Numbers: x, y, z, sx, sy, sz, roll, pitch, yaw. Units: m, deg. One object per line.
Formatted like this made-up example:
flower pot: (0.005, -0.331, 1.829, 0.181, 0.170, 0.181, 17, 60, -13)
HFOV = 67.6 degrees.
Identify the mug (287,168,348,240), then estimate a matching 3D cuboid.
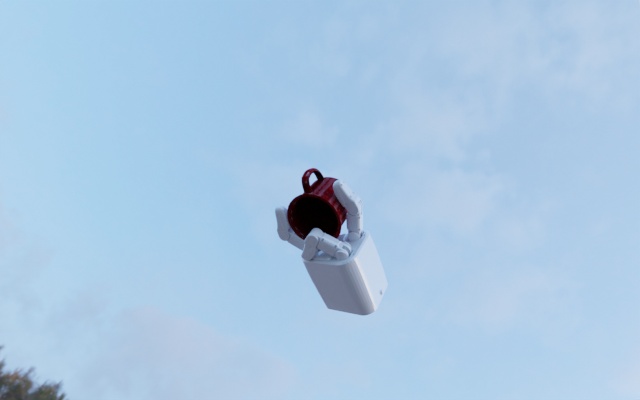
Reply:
mug: (0.000, 0.001, 0.775, 0.093, 0.117, 0.081, -12, 22, 30)
